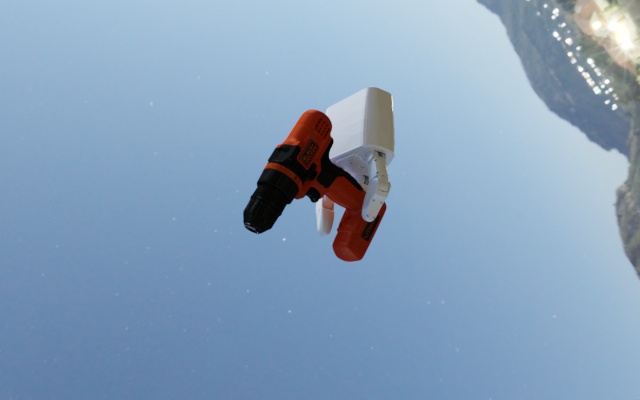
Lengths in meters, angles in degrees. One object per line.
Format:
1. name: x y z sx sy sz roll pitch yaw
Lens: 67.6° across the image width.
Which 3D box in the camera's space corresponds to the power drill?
1. power drill: 0.000 0.002 0.633 0.057 0.184 0.188 3 -34 48
